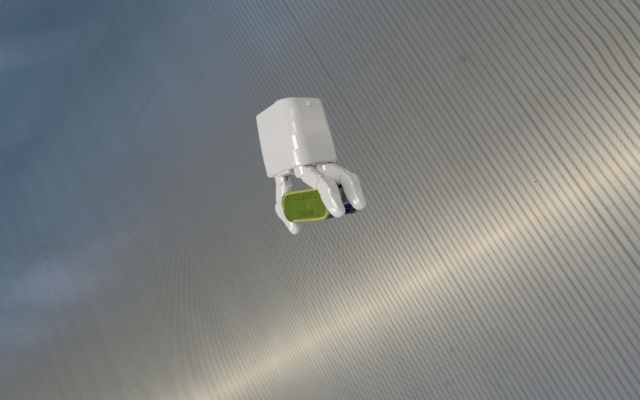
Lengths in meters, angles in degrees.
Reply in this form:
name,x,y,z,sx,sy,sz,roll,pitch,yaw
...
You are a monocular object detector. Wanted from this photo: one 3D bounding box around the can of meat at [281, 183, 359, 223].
name,x,y,z,sx,sy,sz,roll,pitch,yaw
can of meat,0.000,0.003,0.771,0.102,0.057,0.084,-8,3,40
